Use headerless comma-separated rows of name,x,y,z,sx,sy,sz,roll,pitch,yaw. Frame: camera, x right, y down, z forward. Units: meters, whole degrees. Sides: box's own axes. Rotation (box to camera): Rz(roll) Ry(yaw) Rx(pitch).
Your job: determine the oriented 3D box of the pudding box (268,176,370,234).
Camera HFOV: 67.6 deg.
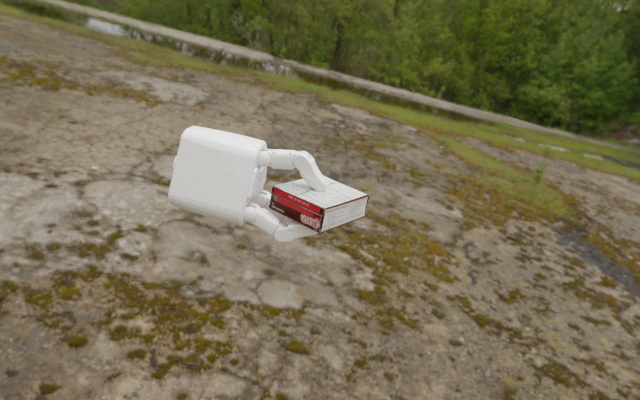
pudding box,0.000,0.002,0.650,0.090,0.039,0.113,25,26,31
